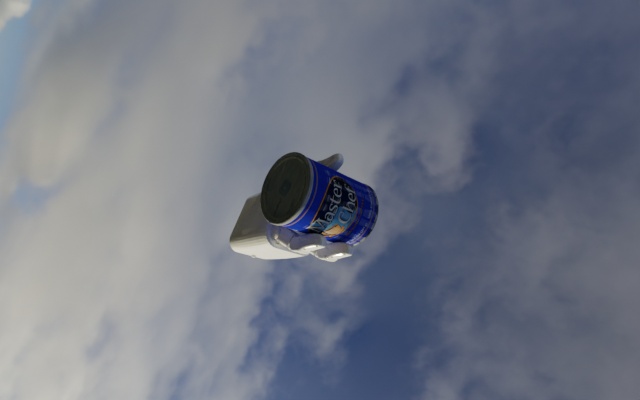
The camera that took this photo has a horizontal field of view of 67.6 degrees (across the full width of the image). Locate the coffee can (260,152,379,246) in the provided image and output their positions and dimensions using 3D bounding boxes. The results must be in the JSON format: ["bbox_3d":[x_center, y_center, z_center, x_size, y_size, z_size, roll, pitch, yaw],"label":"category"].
[{"bbox_3d":[0.000,0.002,0.686,0.140,0.102,0.103,22,-14,-40],"label":"coffee can"}]
